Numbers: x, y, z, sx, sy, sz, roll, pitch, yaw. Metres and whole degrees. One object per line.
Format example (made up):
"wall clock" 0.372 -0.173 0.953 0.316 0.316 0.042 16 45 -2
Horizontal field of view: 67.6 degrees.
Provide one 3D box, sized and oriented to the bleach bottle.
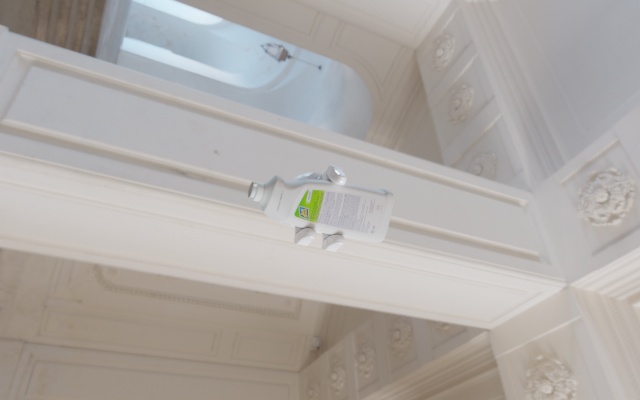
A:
"bleach bottle" 0.000 0.003 0.832 0.251 0.102 0.068 14 -4 -21
